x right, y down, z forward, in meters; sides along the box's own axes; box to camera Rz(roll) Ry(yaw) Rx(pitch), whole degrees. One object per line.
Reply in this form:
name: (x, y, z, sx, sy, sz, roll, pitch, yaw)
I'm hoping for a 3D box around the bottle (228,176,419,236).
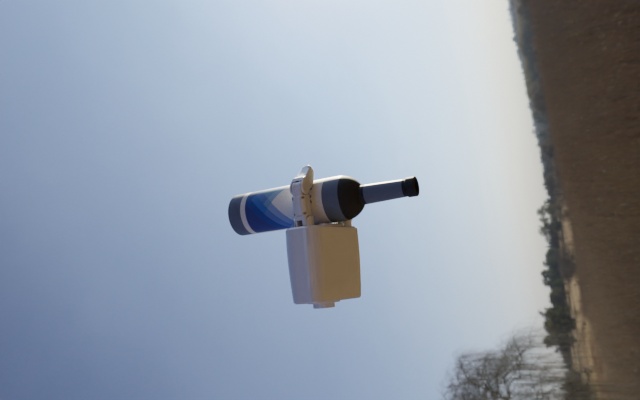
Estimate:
bottle: (0.000, 0.002, 0.711, 0.296, 0.069, 0.069, -10, -4, 26)
